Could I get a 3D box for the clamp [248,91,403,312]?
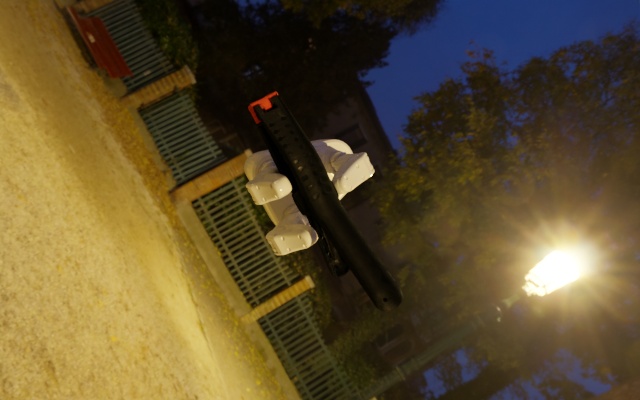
[{"bbox_3d":[0.000,0.001,0.433,0.036,0.210,0.164,-30,14,-12],"label":"clamp"}]
